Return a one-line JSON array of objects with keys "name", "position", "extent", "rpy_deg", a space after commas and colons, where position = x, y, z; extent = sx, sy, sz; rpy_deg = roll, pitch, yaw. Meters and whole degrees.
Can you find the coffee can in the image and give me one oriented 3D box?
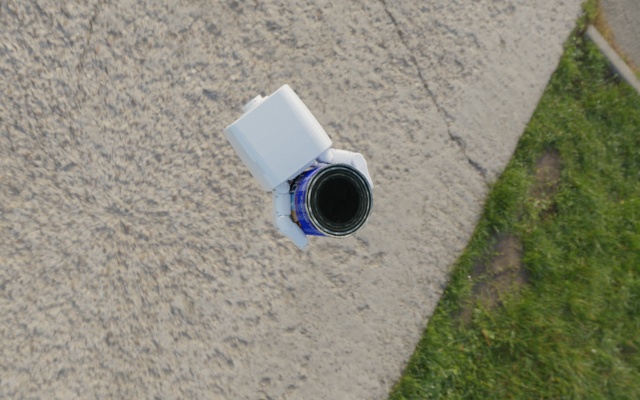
[{"name": "coffee can", "position": [0.000, 0.003, 0.706], "extent": [0.103, 0.103, 0.140], "rpy_deg": [0, -2, -23]}]
